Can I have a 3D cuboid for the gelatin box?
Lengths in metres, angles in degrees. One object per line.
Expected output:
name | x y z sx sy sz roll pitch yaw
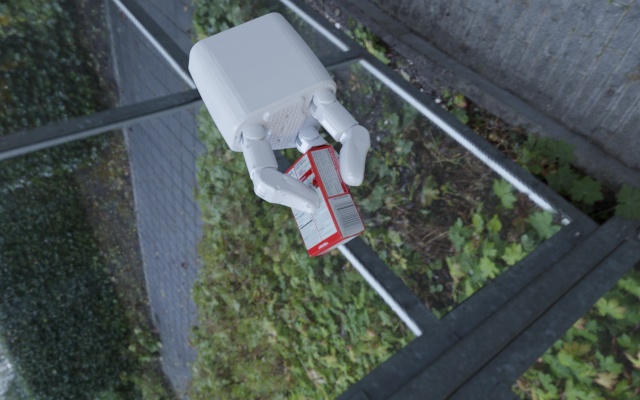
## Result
gelatin box | 0.000 0.002 0.453 0.030 0.089 0.073 -16 -12 -29
